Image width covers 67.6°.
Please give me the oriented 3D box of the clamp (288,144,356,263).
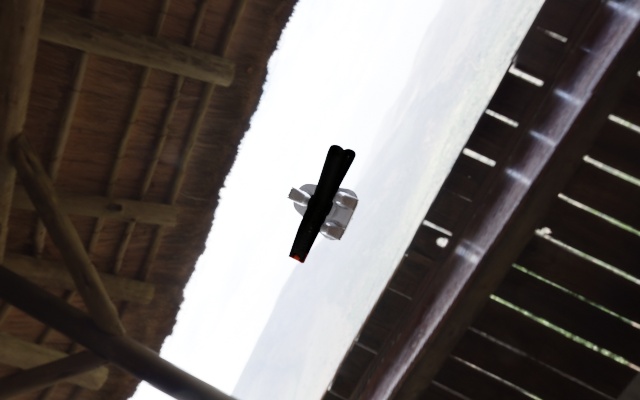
[{"bbox_3d":[-0.001,0.003,0.763,0.036,0.210,0.164,25,1,9],"label":"clamp"}]
